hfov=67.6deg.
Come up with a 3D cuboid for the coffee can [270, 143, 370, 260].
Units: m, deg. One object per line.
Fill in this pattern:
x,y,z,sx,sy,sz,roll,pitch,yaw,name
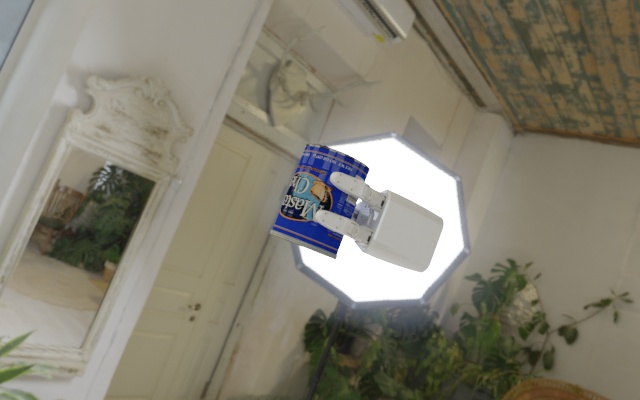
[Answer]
0.000,0.002,0.692,0.103,0.140,0.103,21,-6,2,coffee can
